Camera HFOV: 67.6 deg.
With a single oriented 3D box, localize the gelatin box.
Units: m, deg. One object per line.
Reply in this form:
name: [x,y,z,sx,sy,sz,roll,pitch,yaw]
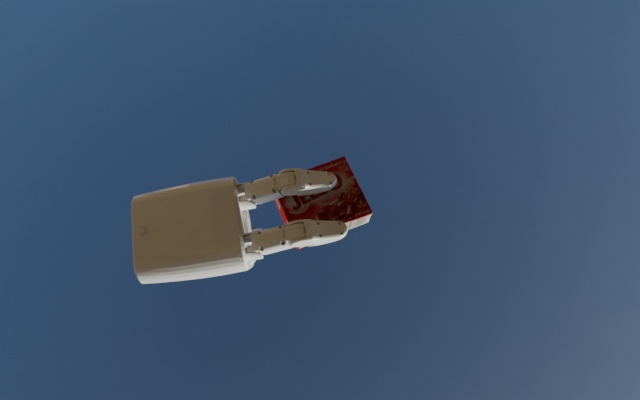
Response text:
gelatin box: [0.000,0.002,0.510,0.089,0.073,0.030,-20,-20,-14]
